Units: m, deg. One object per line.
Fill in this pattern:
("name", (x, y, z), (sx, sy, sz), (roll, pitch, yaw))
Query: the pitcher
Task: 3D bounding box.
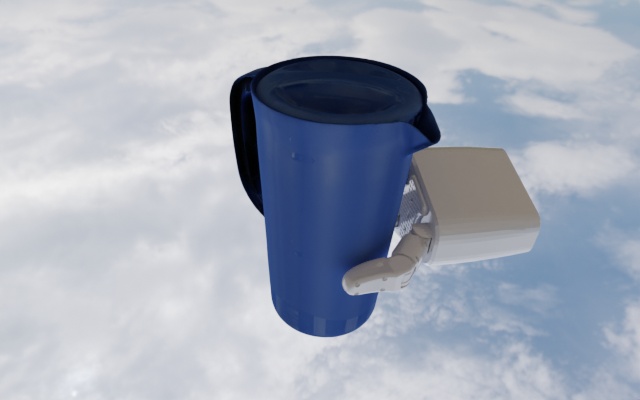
("pitcher", (0.000, 0.001, 0.430), (0.145, 0.243, 0.149), (-5, 37, -12))
